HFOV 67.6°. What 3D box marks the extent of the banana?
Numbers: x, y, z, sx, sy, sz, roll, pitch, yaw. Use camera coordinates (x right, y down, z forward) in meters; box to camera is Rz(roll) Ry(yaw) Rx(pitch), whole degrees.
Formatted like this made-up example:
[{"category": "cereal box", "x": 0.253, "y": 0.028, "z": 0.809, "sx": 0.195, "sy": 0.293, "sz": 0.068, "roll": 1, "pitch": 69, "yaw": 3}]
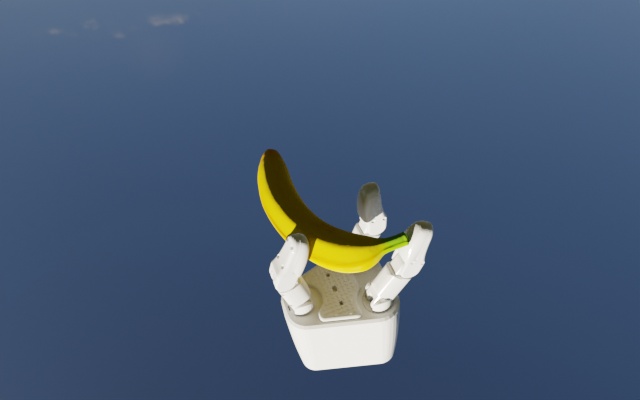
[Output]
[{"category": "banana", "x": -0.011, "y": 0.014, "z": 0.458, "sx": 0.069, "sy": 0.037, "sz": 0.197, "roll": -39, "pitch": 52, "yaw": -22}]
